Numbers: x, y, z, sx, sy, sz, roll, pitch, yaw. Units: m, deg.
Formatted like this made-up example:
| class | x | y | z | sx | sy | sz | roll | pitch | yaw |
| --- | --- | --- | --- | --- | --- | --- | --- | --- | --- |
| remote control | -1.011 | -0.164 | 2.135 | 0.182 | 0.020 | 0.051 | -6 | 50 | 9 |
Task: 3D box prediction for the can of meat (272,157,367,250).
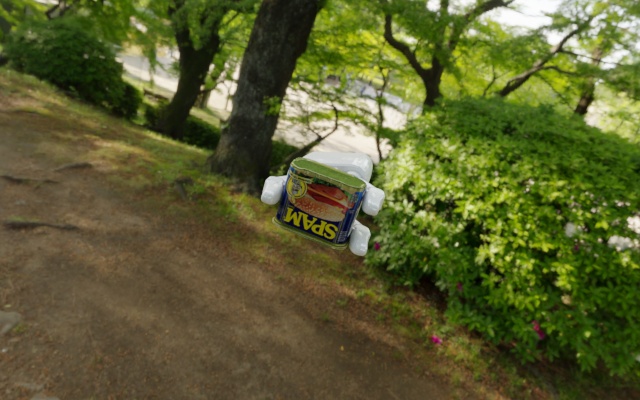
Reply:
| class | x | y | z | sx | sy | sz | roll | pitch | yaw |
| --- | --- | --- | --- | --- | --- | --- | --- | --- | --- |
| can of meat | 0.000 | 0.002 | 0.603 | 0.102 | 0.084 | 0.057 | 21 | 19 | 10 |
